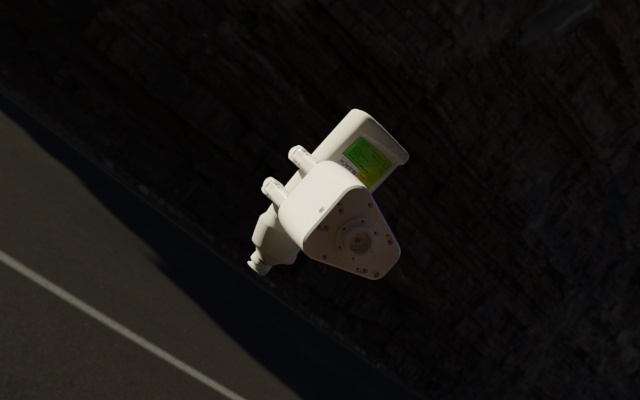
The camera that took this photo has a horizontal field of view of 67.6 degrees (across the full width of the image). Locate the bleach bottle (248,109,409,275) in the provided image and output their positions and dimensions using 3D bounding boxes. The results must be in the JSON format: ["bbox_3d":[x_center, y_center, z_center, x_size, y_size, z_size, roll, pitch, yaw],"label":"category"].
[{"bbox_3d":[0.000,0.002,0.645,0.102,0.251,0.068,40,2,-24],"label":"bleach bottle"}]
